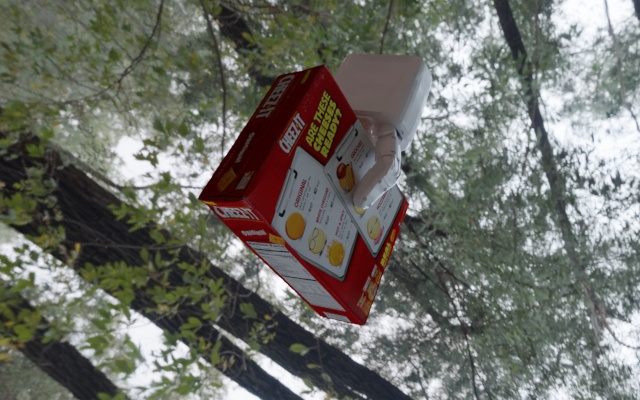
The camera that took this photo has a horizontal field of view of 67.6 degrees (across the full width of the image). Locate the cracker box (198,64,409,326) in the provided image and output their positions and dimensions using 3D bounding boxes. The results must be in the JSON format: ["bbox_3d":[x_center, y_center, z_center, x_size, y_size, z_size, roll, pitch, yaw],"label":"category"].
[{"bbox_3d":[0.000,0.002,0.488,0.072,0.164,0.214,-1,-39,39],"label":"cracker box"}]
